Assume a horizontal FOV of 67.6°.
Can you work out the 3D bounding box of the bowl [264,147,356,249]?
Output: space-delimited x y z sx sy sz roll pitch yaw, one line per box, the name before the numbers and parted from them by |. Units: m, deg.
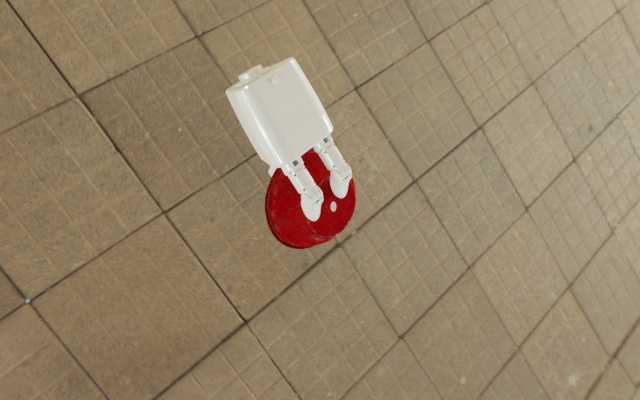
bowl | 0.001 0.003 0.699 0.162 0.162 0.055 0 14 -41
